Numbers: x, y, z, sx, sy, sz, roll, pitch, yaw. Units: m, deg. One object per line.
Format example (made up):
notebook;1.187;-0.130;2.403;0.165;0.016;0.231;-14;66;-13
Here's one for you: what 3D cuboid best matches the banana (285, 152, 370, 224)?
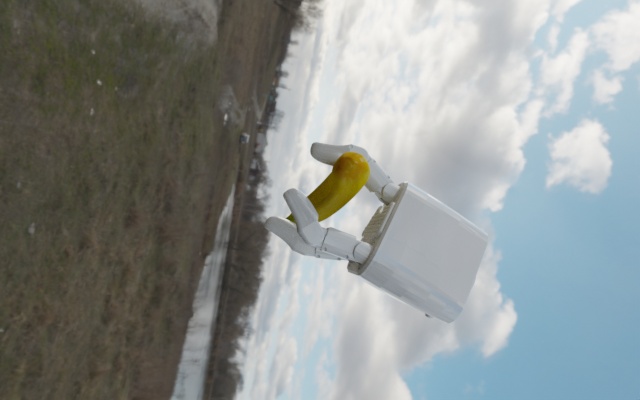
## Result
banana;0.011;-0.007;0.494;0.069;0.037;0.198;-39;-3;-31
